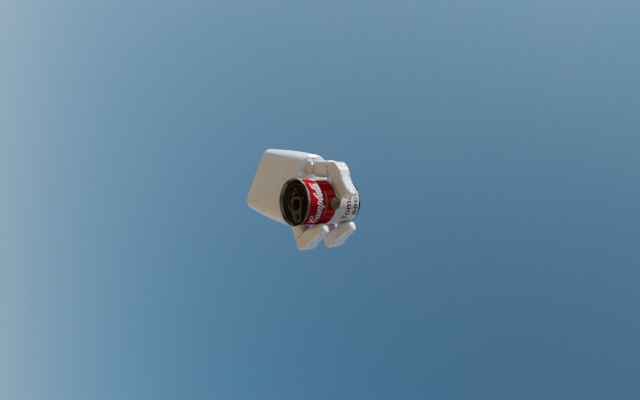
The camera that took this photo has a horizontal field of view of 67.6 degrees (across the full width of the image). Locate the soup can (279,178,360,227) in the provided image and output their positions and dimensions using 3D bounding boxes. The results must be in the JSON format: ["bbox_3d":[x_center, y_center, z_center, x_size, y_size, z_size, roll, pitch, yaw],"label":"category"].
[{"bbox_3d":[0.001,0.002,0.701,0.102,0.068,0.068,-1,0,-41],"label":"soup can"}]
